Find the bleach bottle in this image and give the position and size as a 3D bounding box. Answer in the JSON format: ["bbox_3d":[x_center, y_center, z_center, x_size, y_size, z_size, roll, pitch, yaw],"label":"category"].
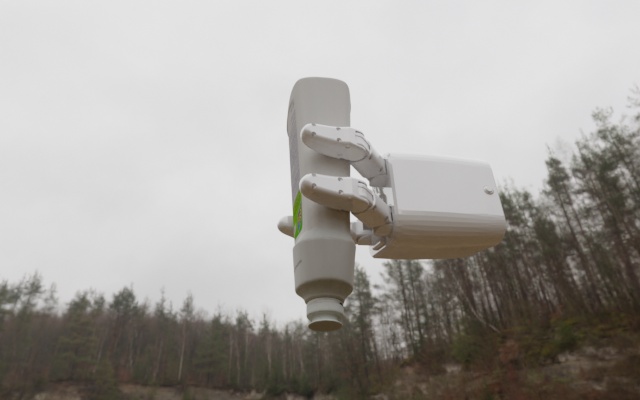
[{"bbox_3d":[0.000,0.001,0.461,0.068,0.250,0.103,2,-33,-6],"label":"bleach bottle"}]
